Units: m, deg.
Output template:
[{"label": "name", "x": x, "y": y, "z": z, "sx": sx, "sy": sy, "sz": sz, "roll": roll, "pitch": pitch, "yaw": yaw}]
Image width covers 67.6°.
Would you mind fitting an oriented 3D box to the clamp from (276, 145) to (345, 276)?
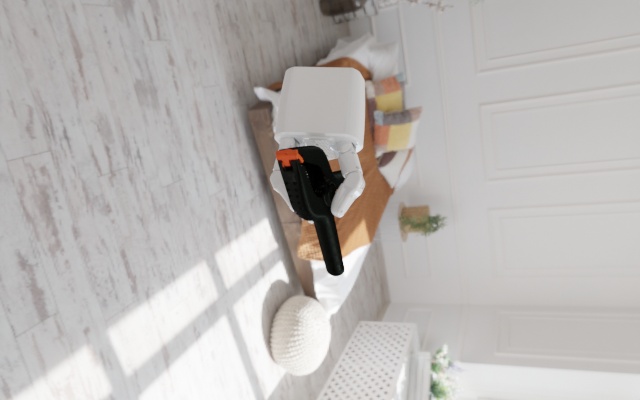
[{"label": "clamp", "x": 0.001, "y": 0.002, "z": 0.615, "sx": 0.036, "sy": 0.164, "sz": 0.210, "roll": -2, "pitch": -19, "yaw": 24}]
